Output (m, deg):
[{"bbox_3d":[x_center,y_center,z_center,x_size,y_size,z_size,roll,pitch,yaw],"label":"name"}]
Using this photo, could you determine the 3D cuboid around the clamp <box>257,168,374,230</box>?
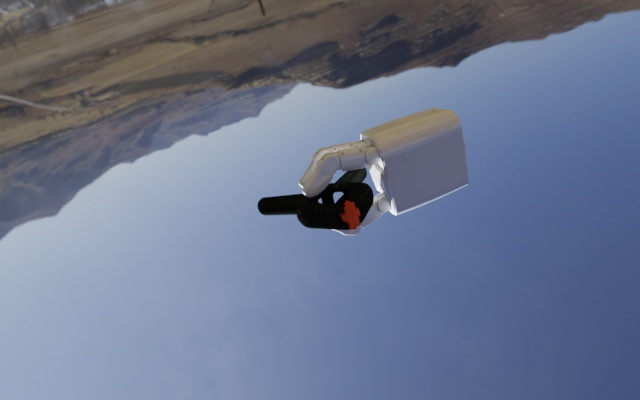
[{"bbox_3d":[0.001,0.003,0.599,0.164,0.036,0.210,-20,14,-3],"label":"clamp"}]
